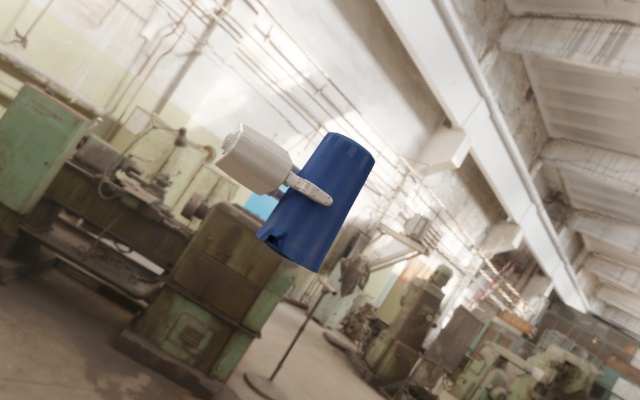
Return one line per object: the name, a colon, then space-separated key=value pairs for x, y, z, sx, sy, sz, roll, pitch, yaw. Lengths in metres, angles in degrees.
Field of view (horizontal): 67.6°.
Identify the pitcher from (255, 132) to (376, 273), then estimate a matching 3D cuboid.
pitcher: x=0.000 y=0.003 z=0.888 sx=0.145 sy=0.243 sz=0.149 roll=33 pitch=-4 yaw=-19
